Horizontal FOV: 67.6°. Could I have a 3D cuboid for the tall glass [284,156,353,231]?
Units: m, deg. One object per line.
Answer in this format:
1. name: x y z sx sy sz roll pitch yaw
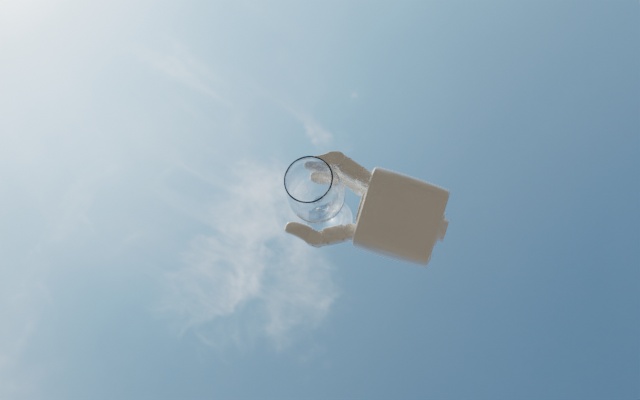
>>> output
1. tall glass: 0.000 0.002 0.677 0.079 0.079 0.201 0 -17 10
